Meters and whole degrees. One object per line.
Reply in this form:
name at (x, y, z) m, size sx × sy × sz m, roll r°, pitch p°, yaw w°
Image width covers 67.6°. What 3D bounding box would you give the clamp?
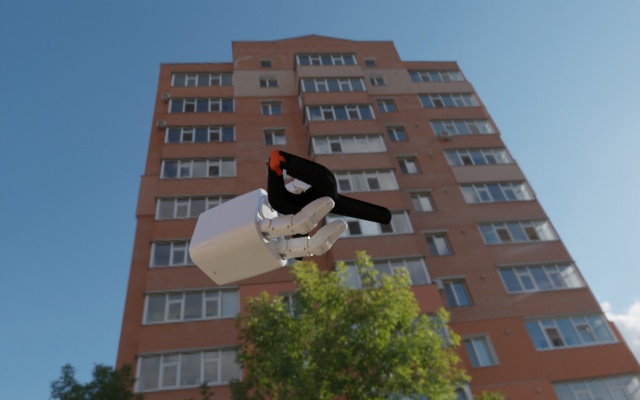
clamp at (0.000, 0.001, 0.657) m, size 0.164 × 0.036 × 0.210 m, roll -20°, pitch -42°, yaw 10°
